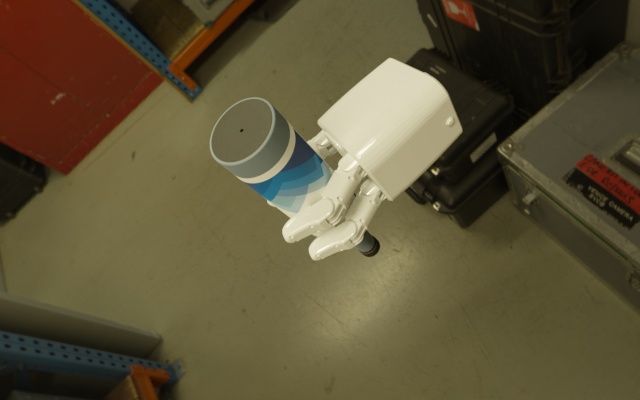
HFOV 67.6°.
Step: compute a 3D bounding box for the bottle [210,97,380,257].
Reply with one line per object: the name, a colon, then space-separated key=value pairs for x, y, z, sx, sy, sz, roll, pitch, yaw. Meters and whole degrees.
bottle: x=0.000 y=0.002 z=0.515 sx=0.069 sy=0.069 sz=0.296 roll=0 pitch=-24 yaw=30
